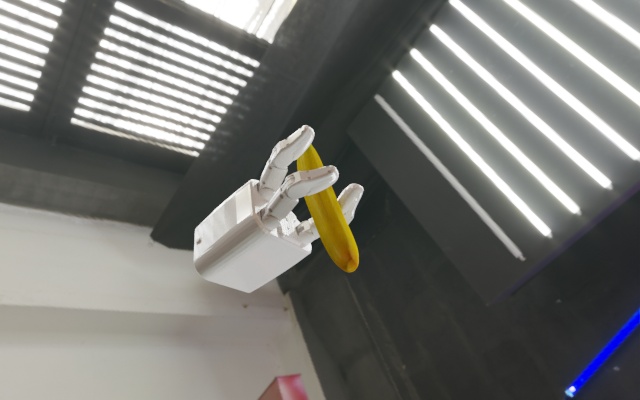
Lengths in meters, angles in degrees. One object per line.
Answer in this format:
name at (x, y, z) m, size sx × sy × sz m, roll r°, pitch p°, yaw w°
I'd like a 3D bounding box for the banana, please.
banana at (0.004, 0.007, 0.563) m, size 0.037 × 0.197 × 0.070 m, roll -24°, pitch -31°, yaw 3°
